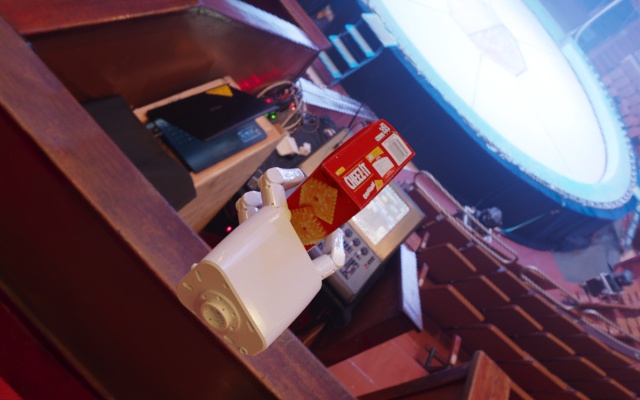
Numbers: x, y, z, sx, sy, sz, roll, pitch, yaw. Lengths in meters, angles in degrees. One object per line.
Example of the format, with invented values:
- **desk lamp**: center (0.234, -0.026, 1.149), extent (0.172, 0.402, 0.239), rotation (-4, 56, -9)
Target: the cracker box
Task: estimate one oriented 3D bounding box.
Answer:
- **cracker box**: center (0.000, 0.002, 0.613), extent (0.214, 0.072, 0.164), rotation (-40, 1, 41)
